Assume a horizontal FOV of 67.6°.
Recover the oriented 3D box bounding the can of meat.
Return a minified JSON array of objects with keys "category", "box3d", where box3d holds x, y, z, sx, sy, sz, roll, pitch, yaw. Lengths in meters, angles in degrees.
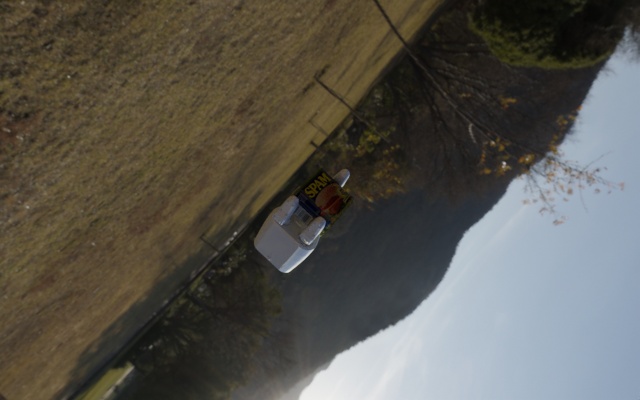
[{"category":"can of meat","box3d":[0.000,0.003,0.815,0.102,0.084,0.057,-45,-3,-47]}]
